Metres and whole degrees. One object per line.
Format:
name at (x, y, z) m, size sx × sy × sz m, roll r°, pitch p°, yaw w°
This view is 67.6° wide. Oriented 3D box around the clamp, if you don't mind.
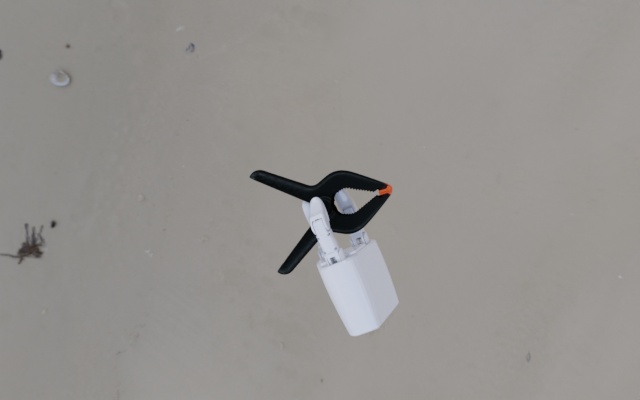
clamp at (0.001, 0.002, 0.709) m, size 0.210 × 0.164 × 0.036 m, roll -23°, pitch 1°, yaw 14°
